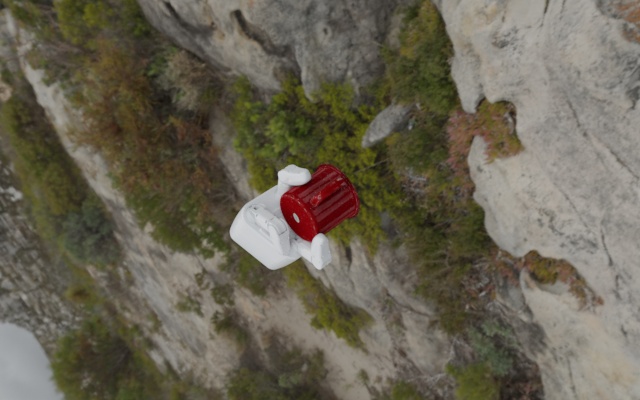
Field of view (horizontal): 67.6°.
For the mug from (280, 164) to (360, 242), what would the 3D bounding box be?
[{"bbox_3d":[0.001,0.002,0.678,0.081,0.093,0.117,-35,-4,-29],"label":"mug"}]
